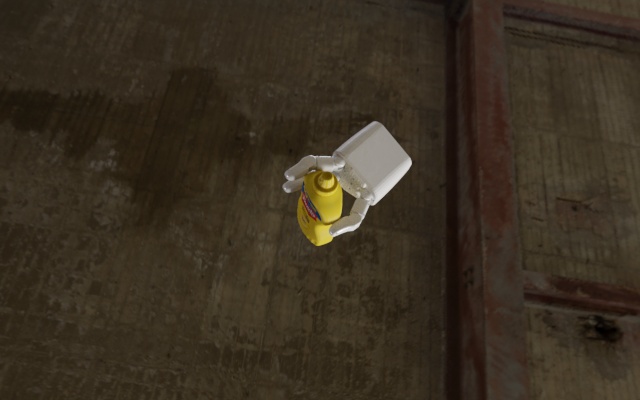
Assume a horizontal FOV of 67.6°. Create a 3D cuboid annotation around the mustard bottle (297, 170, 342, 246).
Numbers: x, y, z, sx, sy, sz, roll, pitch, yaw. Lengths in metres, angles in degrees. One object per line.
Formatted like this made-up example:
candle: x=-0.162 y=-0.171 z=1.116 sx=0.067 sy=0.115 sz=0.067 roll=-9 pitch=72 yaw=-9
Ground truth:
mustard bottle: x=0.000 y=0.003 z=0.831 sx=0.058 sy=0.096 sz=0.192 roll=-17 pitch=-22 yaw=-16
